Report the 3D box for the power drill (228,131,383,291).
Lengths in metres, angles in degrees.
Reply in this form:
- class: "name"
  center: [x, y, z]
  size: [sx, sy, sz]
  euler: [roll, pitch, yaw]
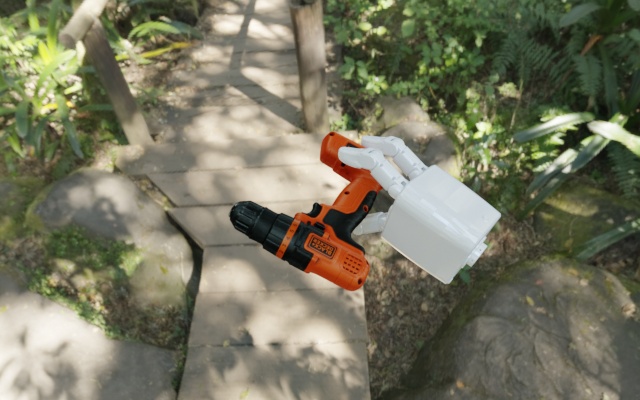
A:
- class: "power drill"
  center: [0.001, 0.002, 0.616]
  size: [0.184, 0.187, 0.057]
  euler: [29, -28, -2]
